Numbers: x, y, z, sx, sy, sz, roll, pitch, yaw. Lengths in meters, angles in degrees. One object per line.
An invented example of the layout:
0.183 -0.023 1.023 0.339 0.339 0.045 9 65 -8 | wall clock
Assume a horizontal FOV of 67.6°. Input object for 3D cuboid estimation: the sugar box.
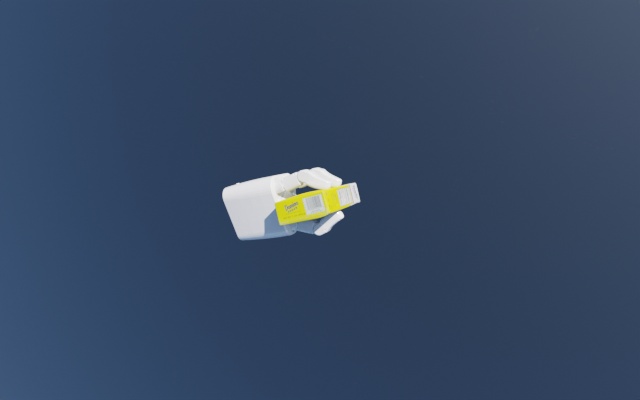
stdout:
0.000 0.002 0.853 0.093 0.048 0.176 -13 4 22 | sugar box
